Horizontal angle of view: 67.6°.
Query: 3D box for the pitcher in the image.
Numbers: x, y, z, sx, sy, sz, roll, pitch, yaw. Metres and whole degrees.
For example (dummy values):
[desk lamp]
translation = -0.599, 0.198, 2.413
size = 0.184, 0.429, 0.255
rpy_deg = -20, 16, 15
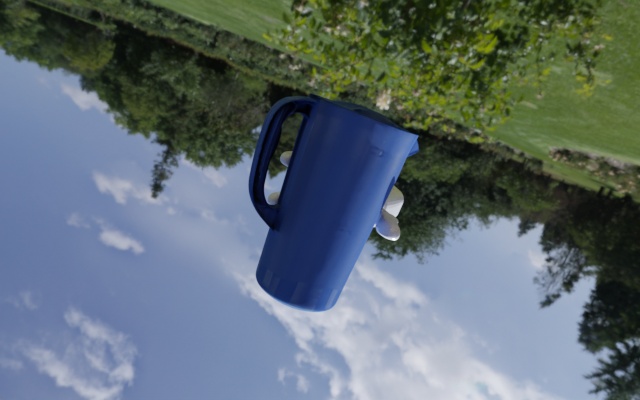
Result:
[pitcher]
translation = 0.000, 0.002, 0.566
size = 0.149, 0.243, 0.145
rpy_deg = 26, 13, 18
